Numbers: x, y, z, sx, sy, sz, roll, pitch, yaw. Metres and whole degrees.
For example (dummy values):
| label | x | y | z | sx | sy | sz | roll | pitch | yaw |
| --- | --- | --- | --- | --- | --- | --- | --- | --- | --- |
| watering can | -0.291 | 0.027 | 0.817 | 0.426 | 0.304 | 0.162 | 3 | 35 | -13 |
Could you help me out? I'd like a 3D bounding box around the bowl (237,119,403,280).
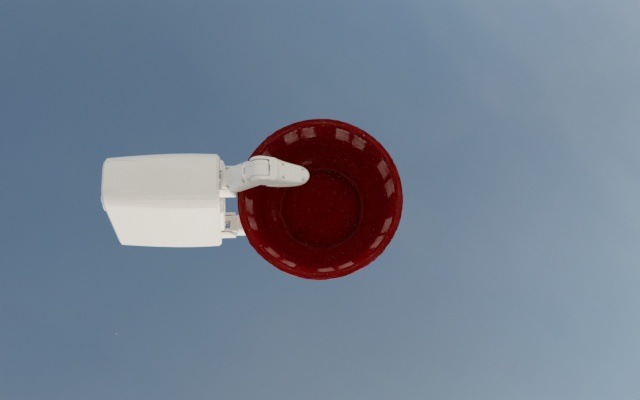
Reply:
| label | x | y | z | sx | sy | sz | roll | pitch | yaw |
| --- | --- | --- | --- | --- | --- | --- | --- | --- | --- |
| bowl | 0.001 | 0.002 | 0.487 | 0.162 | 0.162 | 0.055 | 0 | -14 | 2 |
